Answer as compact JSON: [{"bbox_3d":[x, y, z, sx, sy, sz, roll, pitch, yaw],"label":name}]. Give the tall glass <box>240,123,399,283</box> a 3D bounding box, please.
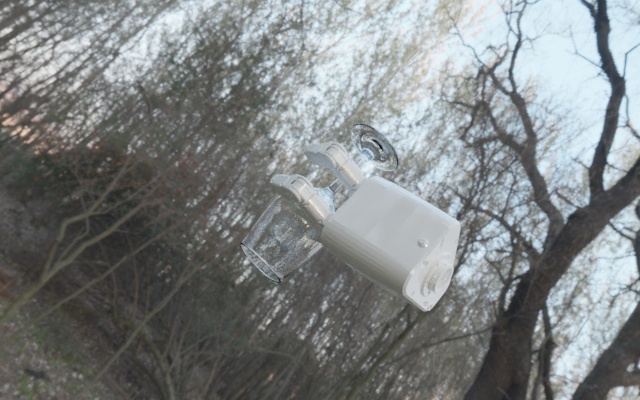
[{"bbox_3d":[0.000,0.001,0.549,0.201,0.079,0.079,-45,18,-19],"label":"tall glass"}]
